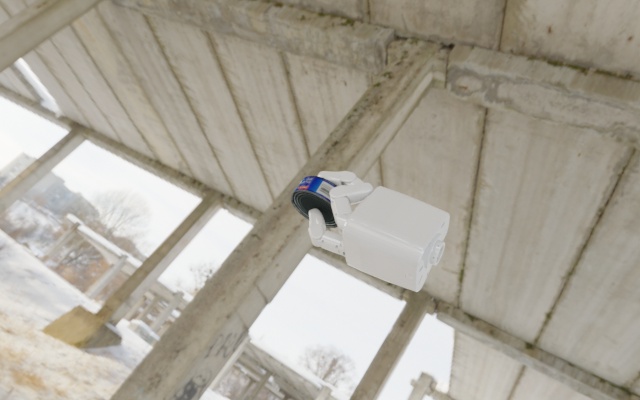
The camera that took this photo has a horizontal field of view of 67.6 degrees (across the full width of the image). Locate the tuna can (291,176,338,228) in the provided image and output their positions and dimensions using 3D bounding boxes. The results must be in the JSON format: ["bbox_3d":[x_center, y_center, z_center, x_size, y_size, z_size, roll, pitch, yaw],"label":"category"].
[{"bbox_3d":[0.000,0.002,0.723,0.086,0.033,0.086,24,-29,14],"label":"tuna can"}]
